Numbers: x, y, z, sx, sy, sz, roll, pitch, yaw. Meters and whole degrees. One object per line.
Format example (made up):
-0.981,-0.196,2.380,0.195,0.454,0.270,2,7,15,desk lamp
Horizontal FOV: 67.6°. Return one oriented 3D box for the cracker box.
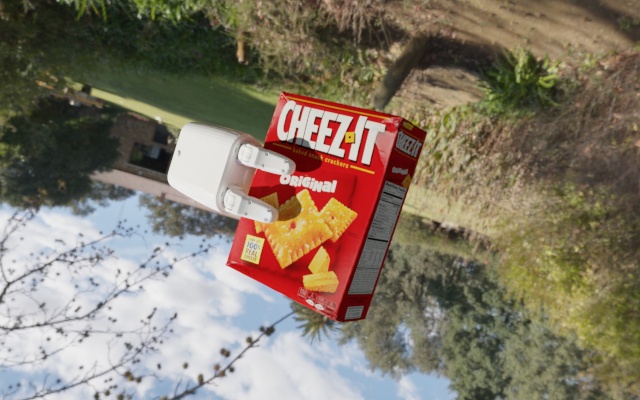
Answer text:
0.000,0.002,0.526,0.164,0.214,0.072,20,4,34,cracker box
